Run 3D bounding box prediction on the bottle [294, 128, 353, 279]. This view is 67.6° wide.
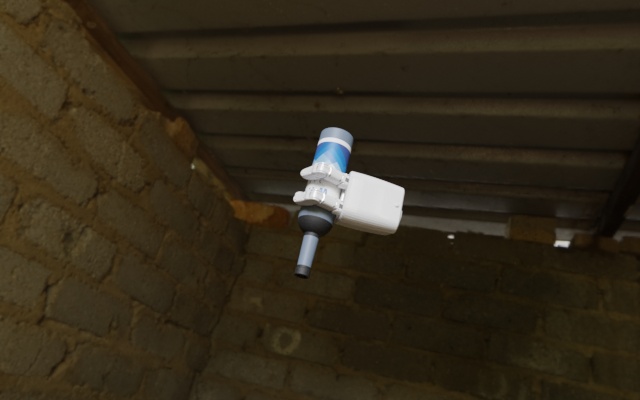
[{"bbox_3d":[0.000,0.003,0.892,0.069,0.295,0.069,12,-25,6],"label":"bottle"}]
